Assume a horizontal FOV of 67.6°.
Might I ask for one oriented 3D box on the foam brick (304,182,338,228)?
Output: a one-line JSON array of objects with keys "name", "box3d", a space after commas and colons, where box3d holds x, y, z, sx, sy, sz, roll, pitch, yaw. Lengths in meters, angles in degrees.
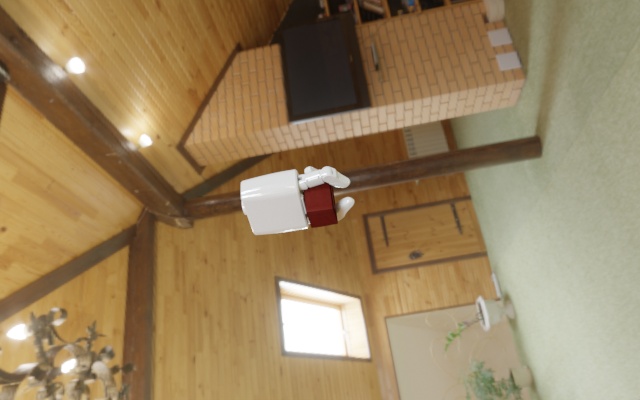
[{"name": "foam brick", "box3d": [0.000, 0.003, 0.876, 0.051, 0.078, 0.053, -10, -37, 4]}]
